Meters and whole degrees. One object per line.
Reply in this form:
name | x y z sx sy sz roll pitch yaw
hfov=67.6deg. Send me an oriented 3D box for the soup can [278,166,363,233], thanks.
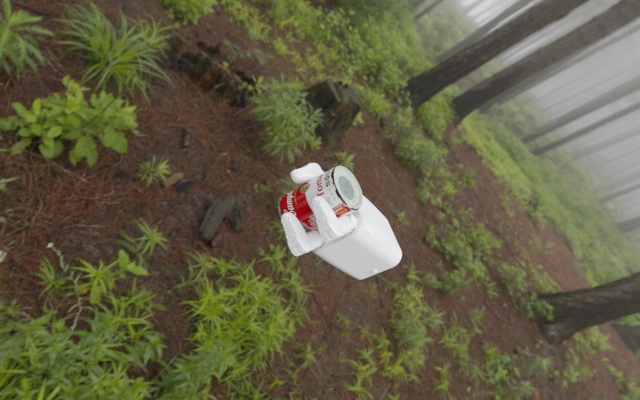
soup can | 0.000 0.002 0.674 0.102 0.068 0.068 -28 -15 31
